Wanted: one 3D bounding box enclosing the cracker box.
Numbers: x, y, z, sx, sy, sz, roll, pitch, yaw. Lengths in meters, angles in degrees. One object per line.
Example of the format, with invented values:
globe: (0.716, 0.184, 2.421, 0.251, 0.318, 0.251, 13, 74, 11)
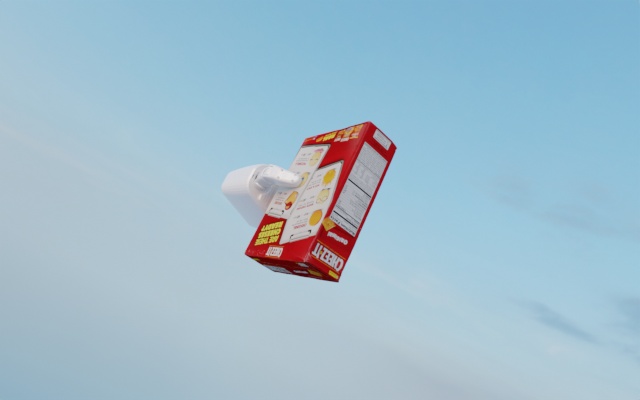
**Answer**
cracker box: (0.000, 0.002, 0.682, 0.072, 0.213, 0.164, 36, -21, -28)
